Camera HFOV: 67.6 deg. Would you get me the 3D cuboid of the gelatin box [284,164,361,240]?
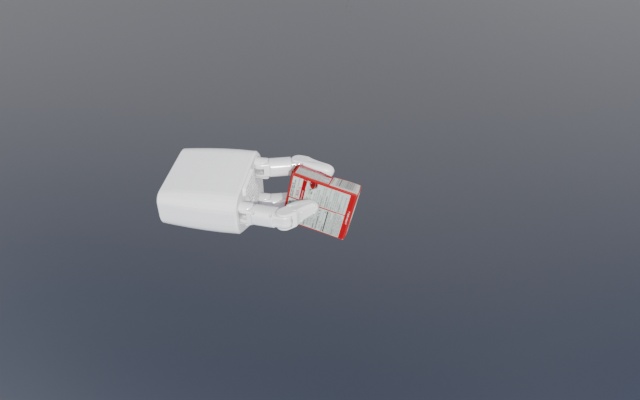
[{"bbox_3d":[0.000,0.002,0.616,0.089,0.073,0.030,19,33,6],"label":"gelatin box"}]
